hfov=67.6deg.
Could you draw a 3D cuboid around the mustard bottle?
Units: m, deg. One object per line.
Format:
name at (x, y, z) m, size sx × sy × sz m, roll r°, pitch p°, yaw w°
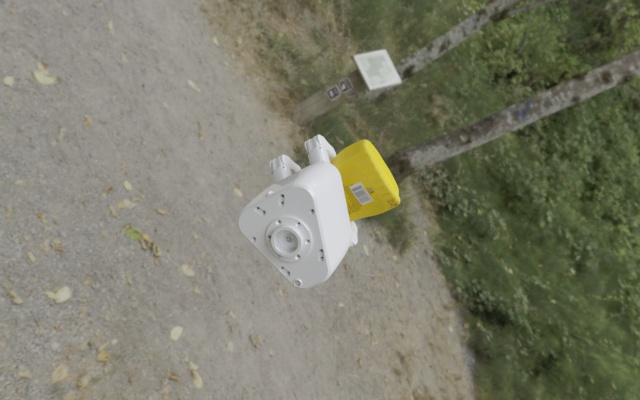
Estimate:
mustard bottle at (0.000, 0.002, 0.629) m, size 0.191 × 0.096 × 0.058 m, roll -26°, pitch 32°, yaw 19°
